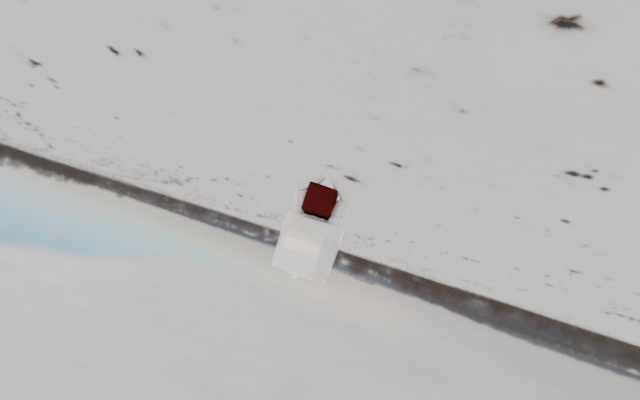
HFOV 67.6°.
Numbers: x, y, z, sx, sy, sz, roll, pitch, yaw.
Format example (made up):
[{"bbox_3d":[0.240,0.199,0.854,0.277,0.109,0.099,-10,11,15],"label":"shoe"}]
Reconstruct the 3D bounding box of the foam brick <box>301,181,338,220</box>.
[{"bbox_3d":[0.000,0.003,0.873,0.053,0.051,0.078,18,-7,6],"label":"foam brick"}]
